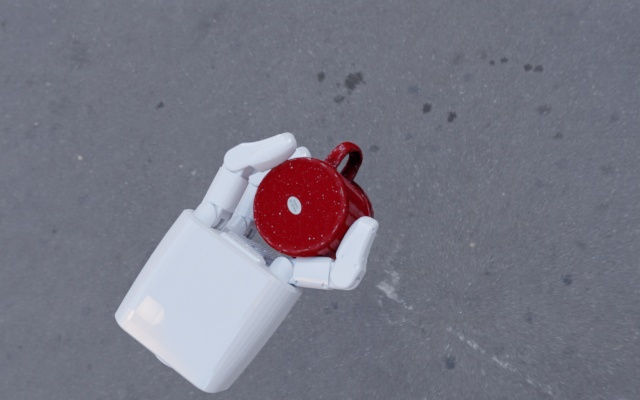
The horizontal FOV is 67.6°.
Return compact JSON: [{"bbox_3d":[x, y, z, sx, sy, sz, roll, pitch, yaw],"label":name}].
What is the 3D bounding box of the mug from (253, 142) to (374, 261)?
[{"bbox_3d":[0.001,0.000,0.413,0.093,0.117,0.081,34,-1,20],"label":"mug"}]
